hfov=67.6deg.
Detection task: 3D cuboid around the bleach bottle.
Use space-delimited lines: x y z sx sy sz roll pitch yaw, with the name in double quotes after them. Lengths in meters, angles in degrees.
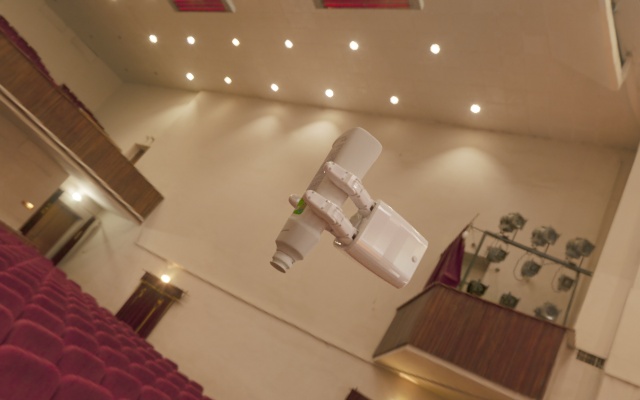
0.000 0.002 0.739 0.068 0.250 0.102 38 -24 -10 "bleach bottle"
